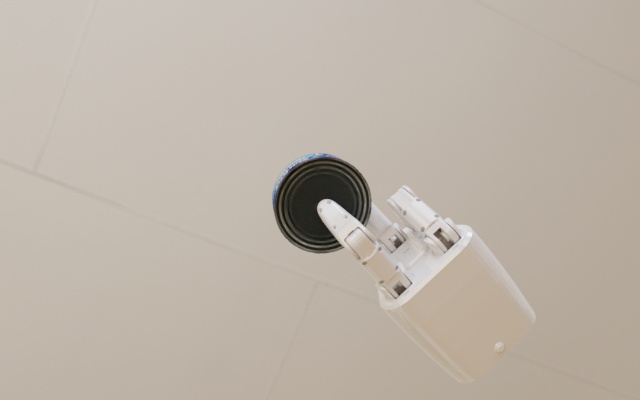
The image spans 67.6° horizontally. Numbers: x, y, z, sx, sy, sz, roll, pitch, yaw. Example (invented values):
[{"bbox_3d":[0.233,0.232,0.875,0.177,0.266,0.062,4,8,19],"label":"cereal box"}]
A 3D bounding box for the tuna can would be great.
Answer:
[{"bbox_3d":[0.000,0.001,0.425,0.086,0.086,0.033,0,13,-10],"label":"tuna can"}]
